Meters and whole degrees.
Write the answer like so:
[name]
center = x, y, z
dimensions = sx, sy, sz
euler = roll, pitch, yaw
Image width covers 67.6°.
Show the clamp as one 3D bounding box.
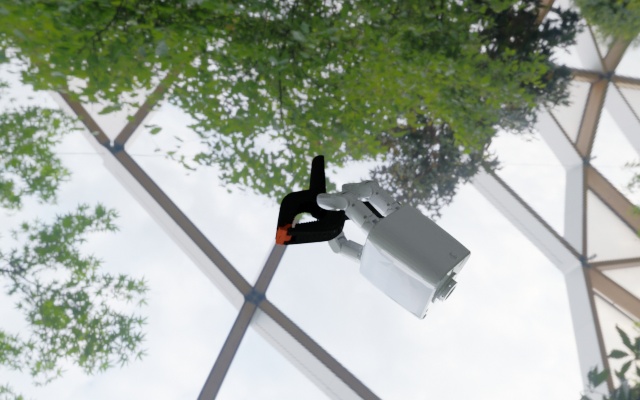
[clamp]
center = 0.000, 0.003, 0.691
dimensions = 0.164, 0.036, 0.210
euler = 37, 40, 25
